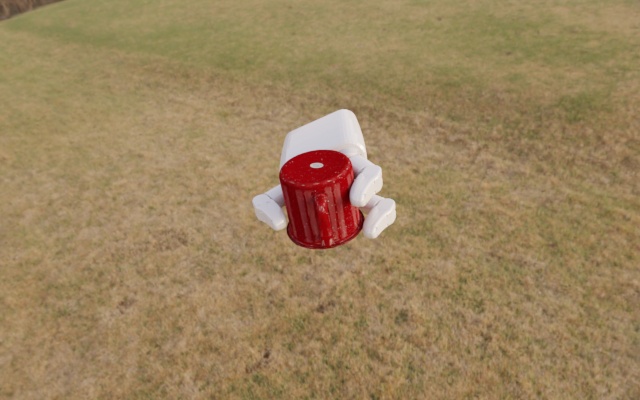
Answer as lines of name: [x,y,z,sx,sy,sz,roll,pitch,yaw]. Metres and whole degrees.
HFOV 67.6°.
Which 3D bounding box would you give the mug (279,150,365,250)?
mug: [0.000,0.002,0.529,0.093,0.082,0.117,-8,33,3]
